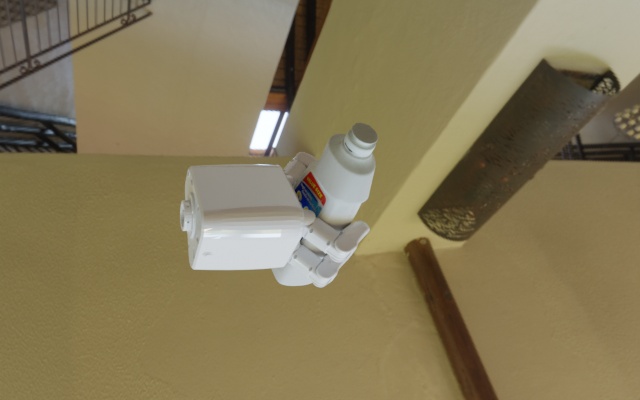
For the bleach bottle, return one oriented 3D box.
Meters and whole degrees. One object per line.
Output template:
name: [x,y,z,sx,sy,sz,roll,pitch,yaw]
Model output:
bleach bottle: [0.000,0.002,0.564,0.068,0.102,0.251,0,-37,-24]
